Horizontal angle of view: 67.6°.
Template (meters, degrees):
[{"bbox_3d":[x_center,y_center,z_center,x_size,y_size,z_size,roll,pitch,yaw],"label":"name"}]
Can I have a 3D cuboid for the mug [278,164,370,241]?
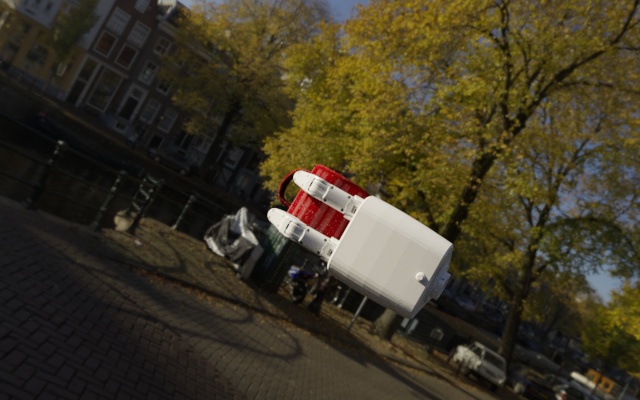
[{"bbox_3d":[-0.001,0.001,0.609,0.117,0.081,0.093,31,0,20],"label":"mug"}]
